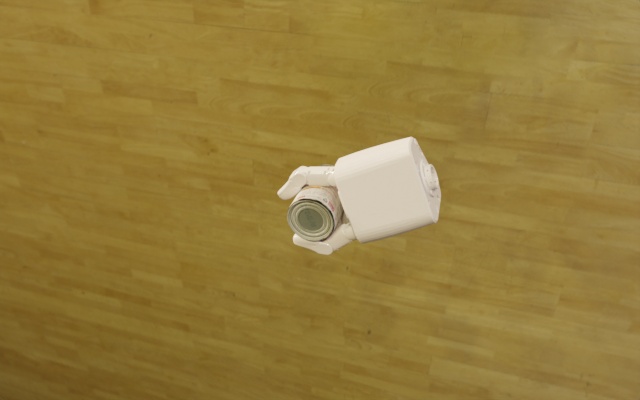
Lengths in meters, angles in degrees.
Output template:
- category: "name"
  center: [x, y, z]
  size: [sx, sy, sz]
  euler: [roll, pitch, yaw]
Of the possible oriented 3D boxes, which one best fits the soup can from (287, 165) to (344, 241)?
- category: "soup can"
  center: [0.000, 0.002, 0.672]
  size: [0.068, 0.068, 0.102]
  euler: [0, 30, 18]
